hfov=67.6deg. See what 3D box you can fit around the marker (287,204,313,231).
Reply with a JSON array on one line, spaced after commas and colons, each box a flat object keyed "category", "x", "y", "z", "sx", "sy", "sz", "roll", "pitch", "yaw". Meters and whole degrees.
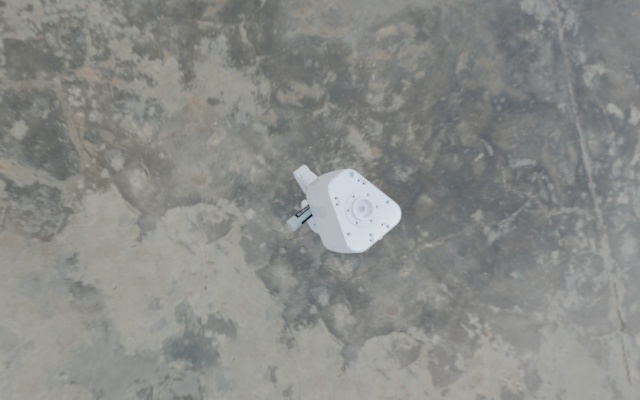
[{"category": "marker", "x": 0.000, "y": 0.002, "z": 0.736, "sx": 0.121, "sy": 0.020, "sz": 0.020, "roll": -39, "pitch": 11, "yaw": -14}]
